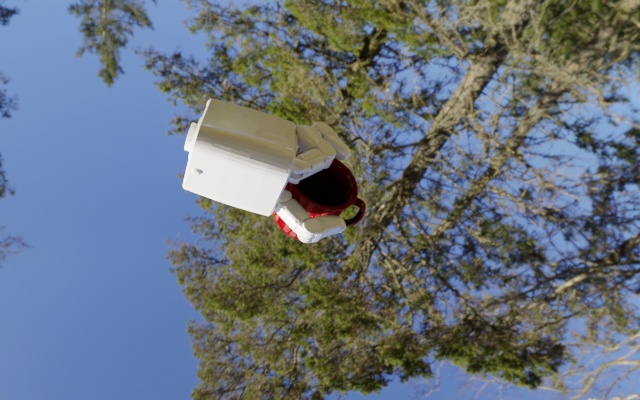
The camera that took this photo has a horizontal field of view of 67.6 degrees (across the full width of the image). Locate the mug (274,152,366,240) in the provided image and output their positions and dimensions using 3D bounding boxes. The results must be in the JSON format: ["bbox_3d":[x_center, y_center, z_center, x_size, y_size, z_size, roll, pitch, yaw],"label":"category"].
[{"bbox_3d":[0.001,0.003,0.612,0.117,0.093,0.081,18,-43,-13],"label":"mug"}]
